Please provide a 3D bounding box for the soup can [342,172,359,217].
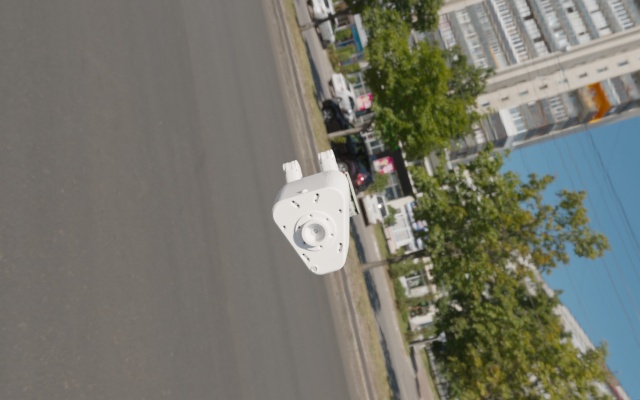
[{"bbox_3d":[0.000,0.002,0.711,0.102,0.068,0.068,-16,-2,7],"label":"soup can"}]
